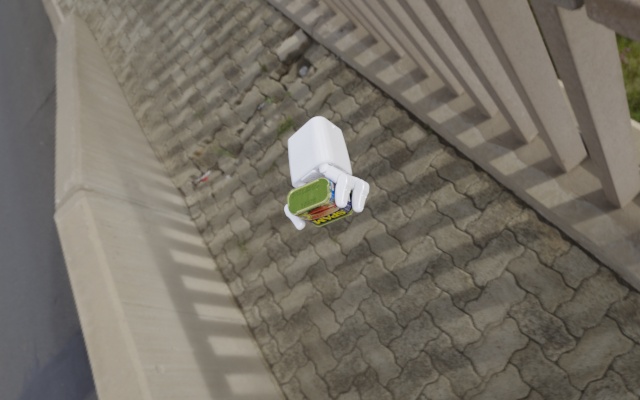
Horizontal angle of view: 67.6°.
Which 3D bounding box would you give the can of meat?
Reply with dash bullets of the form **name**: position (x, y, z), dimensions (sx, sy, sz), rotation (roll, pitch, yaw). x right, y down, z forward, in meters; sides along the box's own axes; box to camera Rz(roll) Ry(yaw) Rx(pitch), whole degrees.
- **can of meat**: position (0.000, 0.003, 0.896), dimensions (0.102, 0.057, 0.084), rotation (-22, -28, 29)
